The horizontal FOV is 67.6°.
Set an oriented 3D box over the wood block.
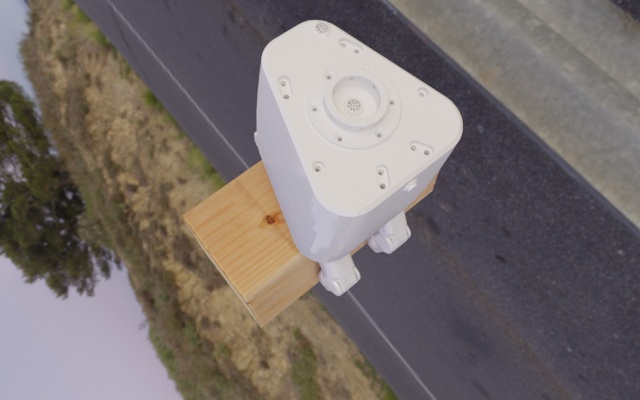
[{"bbox_3d":[0.000,0.001,0.416,0.206,0.090,0.090,-36,-23,-16],"label":"wood block"}]
